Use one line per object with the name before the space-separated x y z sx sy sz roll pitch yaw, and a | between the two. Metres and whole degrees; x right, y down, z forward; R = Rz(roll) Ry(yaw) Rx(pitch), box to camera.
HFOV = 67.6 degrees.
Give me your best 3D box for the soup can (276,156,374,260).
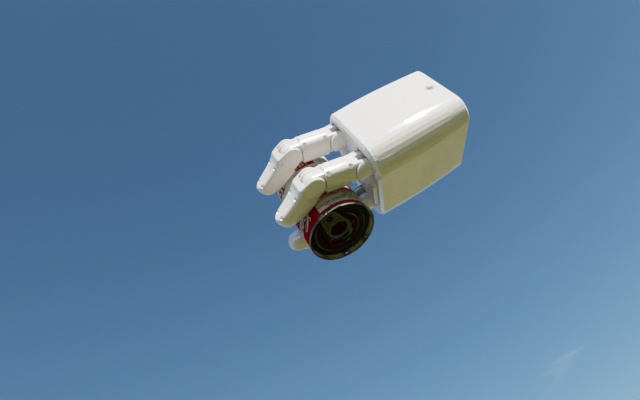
soup can | 0.000 0.002 0.485 0.068 0.068 0.102 0 35 -31
